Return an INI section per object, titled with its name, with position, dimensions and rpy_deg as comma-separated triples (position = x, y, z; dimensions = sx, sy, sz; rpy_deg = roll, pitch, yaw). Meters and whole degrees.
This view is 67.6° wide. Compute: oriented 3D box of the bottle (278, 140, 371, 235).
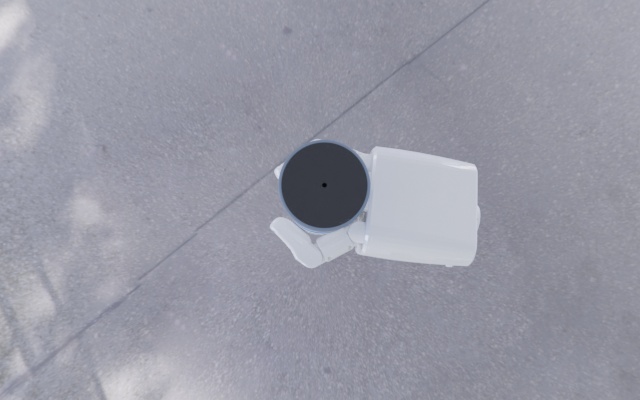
[bottle]
position = 0.000, 0.002, 0.487
dimensions = 0.069, 0.069, 0.296
rpy_deg = 0, -5, -1
